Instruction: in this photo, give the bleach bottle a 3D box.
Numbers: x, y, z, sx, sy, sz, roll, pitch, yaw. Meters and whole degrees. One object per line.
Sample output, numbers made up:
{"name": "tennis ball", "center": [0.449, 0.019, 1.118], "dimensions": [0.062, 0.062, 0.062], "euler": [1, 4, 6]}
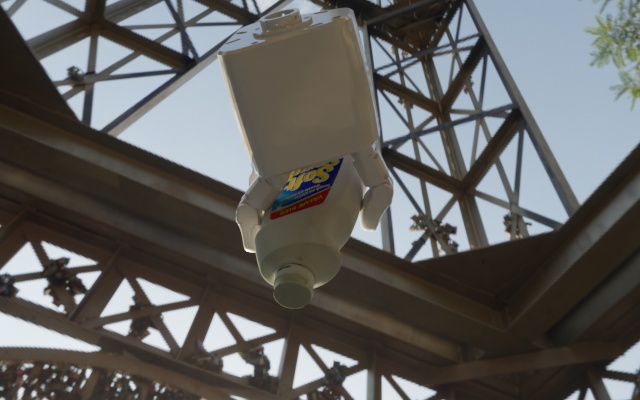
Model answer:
{"name": "bleach bottle", "center": [0.000, 0.002, 0.458], "dimensions": [0.102, 0.068, 0.250], "euler": [-9, 32, 13]}
